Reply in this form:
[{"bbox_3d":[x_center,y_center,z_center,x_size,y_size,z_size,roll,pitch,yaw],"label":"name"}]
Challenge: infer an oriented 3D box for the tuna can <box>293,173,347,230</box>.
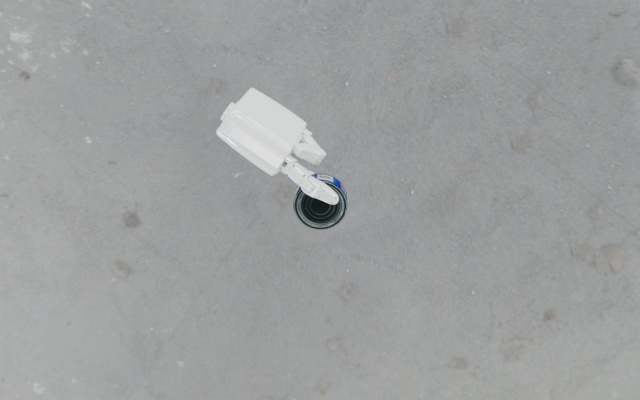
[{"bbox_3d":[0.000,0.003,0.752,0.086,0.086,0.033,0,23,1],"label":"tuna can"}]
